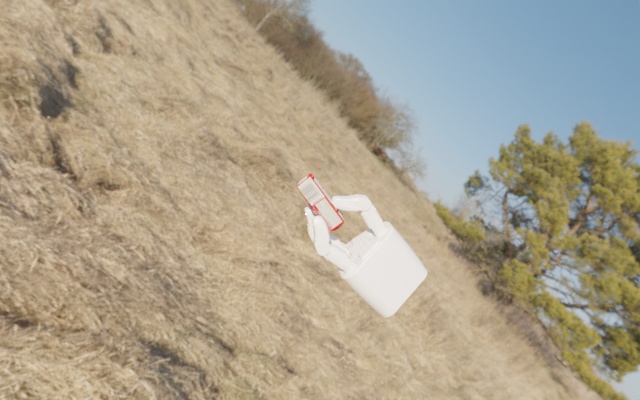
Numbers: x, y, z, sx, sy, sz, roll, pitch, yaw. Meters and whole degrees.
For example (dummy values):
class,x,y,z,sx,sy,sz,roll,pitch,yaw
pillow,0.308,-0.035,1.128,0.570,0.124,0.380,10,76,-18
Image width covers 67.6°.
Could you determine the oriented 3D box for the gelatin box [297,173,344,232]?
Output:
class,x,y,z,sx,sy,sz,roll,pitch,yaw
gelatin box,0.000,0.002,0.741,0.030,0.089,0.073,-36,6,5
